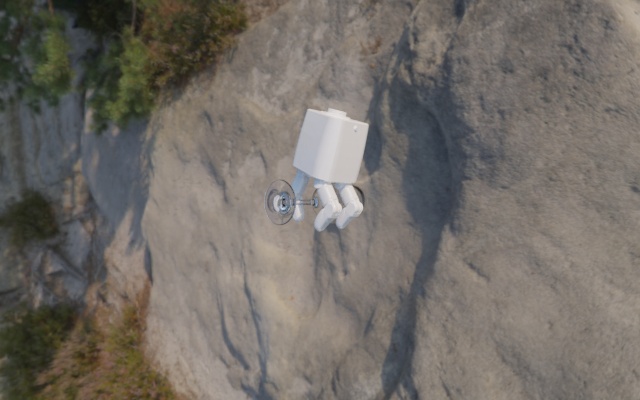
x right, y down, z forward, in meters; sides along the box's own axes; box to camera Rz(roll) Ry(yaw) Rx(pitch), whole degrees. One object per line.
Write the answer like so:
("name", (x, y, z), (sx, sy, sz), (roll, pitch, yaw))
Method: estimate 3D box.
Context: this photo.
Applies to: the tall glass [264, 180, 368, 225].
("tall glass", (0.000, 0.003, 0.847), (0.079, 0.079, 0.201), (0, 0, 42))
